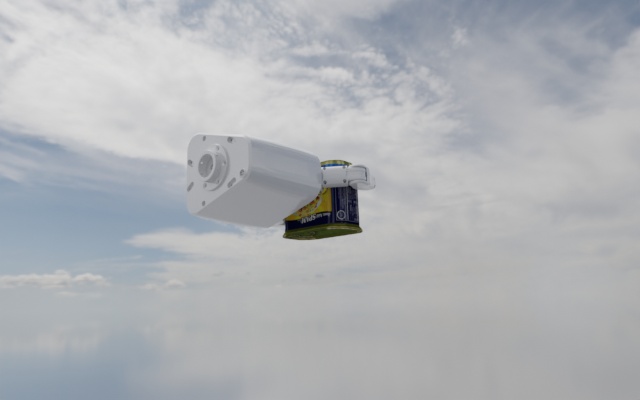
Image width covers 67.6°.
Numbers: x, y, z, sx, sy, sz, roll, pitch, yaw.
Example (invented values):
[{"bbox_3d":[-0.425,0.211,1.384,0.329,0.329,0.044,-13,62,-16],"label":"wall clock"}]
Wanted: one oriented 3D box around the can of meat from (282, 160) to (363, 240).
[{"bbox_3d":[0.000,0.002,0.593,0.102,0.084,0.057,-12,-16,41],"label":"can of meat"}]
